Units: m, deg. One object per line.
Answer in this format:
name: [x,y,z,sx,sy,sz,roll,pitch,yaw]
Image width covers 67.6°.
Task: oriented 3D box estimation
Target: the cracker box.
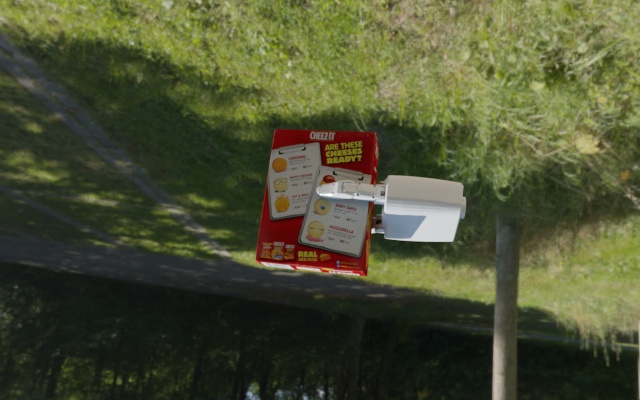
cracker box: [0.000,0.003,0.741,0.164,0.213,0.072,4,-15,12]
